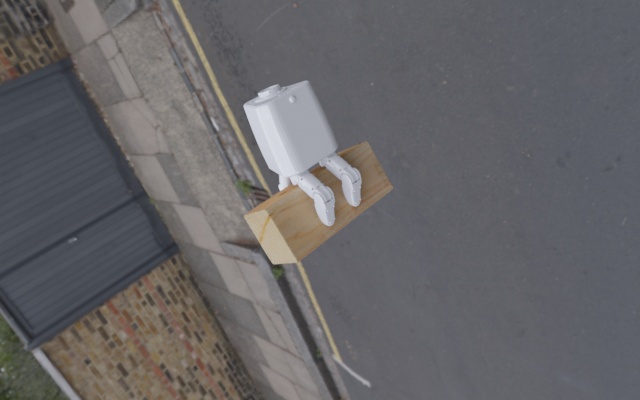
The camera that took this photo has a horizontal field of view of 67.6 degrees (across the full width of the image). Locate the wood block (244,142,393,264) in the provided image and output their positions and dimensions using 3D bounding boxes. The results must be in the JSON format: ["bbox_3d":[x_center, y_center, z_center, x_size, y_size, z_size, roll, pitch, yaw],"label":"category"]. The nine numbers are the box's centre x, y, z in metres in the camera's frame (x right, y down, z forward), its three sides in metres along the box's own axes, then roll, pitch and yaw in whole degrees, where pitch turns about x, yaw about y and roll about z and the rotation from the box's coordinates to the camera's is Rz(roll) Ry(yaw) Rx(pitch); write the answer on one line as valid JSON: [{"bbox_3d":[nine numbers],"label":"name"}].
[{"bbox_3d":[0.000,0.002,0.735,0.206,0.090,0.091,-35,10,-29],"label":"wood block"}]
